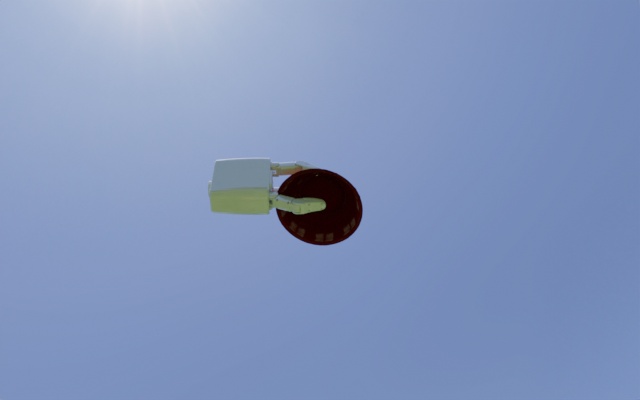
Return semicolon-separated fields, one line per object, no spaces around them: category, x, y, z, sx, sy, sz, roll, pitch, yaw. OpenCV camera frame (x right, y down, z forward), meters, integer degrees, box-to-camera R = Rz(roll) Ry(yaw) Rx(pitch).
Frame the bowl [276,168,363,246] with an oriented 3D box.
bowl;0.001;0.003;0.889;0.162;0.162;0.055;0;29;10
